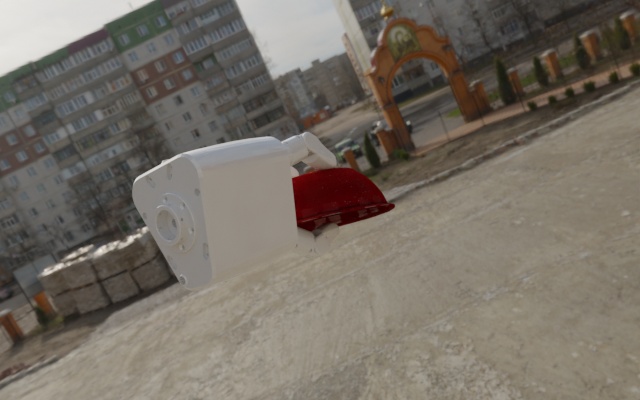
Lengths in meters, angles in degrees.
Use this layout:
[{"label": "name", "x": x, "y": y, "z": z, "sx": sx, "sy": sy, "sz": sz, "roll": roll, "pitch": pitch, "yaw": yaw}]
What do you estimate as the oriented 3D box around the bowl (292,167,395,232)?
[{"label": "bowl", "x": 0.001, "y": 0.001, "z": 0.545, "sx": 0.162, "sy": 0.055, "sz": 0.162, "roll": -13, "pitch": -8, "yaw": -2}]
